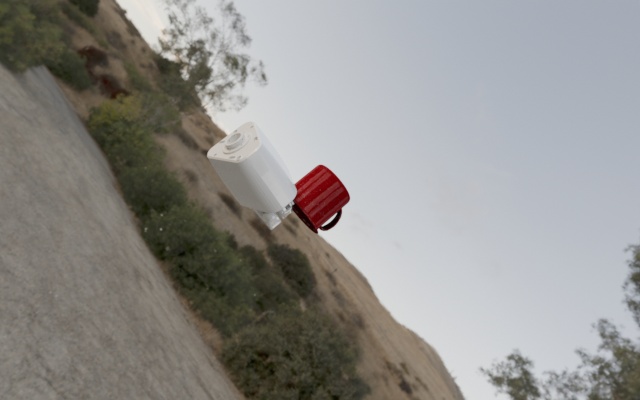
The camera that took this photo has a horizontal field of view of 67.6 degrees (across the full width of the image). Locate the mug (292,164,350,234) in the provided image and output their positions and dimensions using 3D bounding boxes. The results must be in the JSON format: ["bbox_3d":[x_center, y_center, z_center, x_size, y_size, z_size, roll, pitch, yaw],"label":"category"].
[{"bbox_3d":[0.001,0.004,0.800,0.081,0.117,0.093,-40,36,-10],"label":"mug"}]
